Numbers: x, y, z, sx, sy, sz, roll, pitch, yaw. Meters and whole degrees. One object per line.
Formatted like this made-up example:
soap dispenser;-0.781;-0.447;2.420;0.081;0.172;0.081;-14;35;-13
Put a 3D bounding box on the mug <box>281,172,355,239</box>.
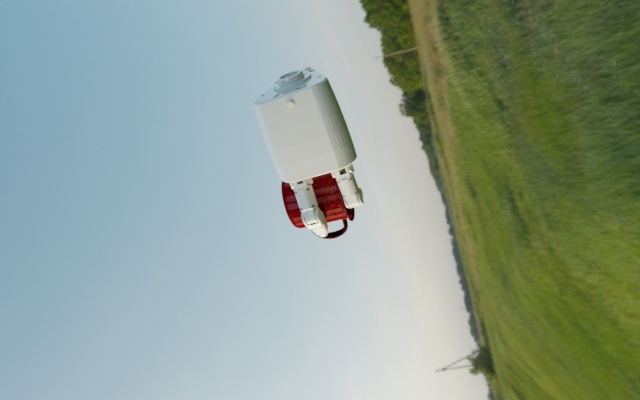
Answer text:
mug;0.000;0.003;0.671;0.081;0.117;0.093;-13;25;13
